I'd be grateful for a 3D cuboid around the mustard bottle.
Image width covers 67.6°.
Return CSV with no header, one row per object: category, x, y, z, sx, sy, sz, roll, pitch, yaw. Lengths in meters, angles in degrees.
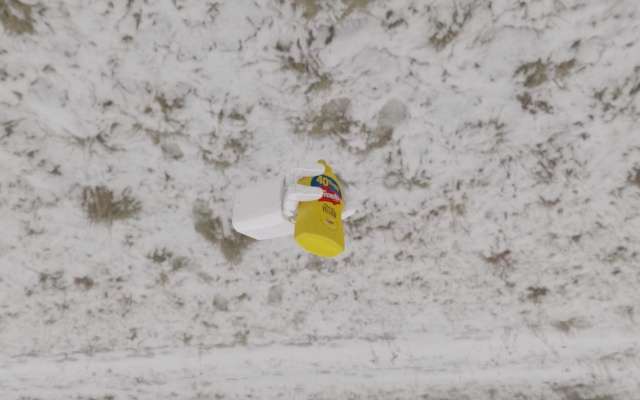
mustard bottle,0.000,0.003,0.871,0.096,0.191,0.058,27,-44,-31
